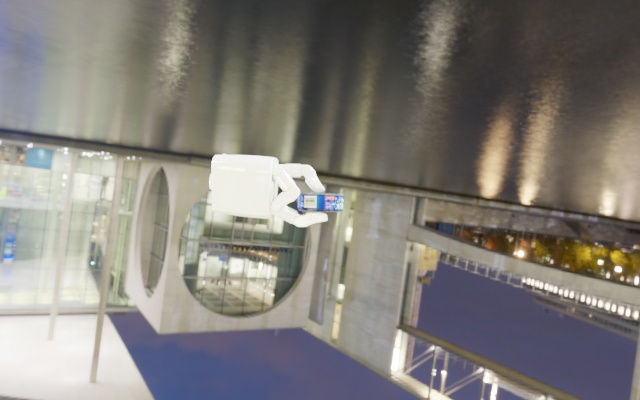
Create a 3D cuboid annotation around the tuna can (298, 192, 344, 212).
[{"bbox_3d":[0.000,0.003,0.887,0.086,0.034,0.086,2,0,0],"label":"tuna can"}]
